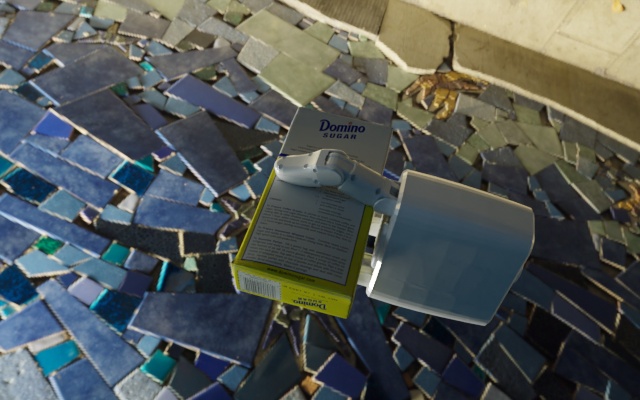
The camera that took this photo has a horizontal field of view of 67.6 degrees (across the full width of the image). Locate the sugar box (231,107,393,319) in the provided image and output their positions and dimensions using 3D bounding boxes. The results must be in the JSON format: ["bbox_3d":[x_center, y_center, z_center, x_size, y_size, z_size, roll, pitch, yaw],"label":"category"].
[{"bbox_3d":[0.000,0.002,0.403,0.093,0.176,0.048,14,-38,6],"label":"sugar box"}]
